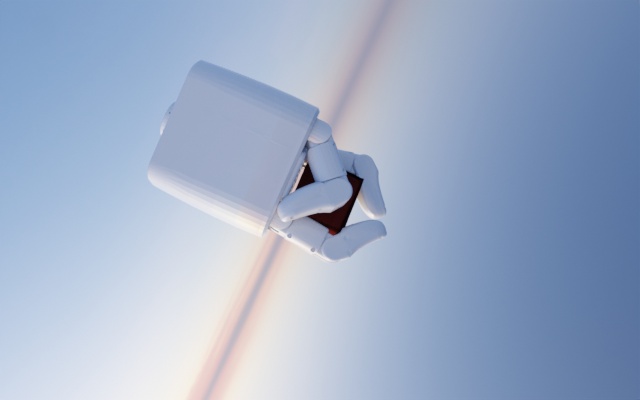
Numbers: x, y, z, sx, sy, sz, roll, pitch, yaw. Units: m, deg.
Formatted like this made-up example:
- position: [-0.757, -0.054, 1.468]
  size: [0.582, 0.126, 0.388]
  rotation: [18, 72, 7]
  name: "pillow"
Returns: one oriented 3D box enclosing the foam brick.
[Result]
- position: [0.000, 0.002, 0.437]
  size: [0.051, 0.053, 0.078]
  rotation: [23, -15, -2]
  name: "foam brick"
